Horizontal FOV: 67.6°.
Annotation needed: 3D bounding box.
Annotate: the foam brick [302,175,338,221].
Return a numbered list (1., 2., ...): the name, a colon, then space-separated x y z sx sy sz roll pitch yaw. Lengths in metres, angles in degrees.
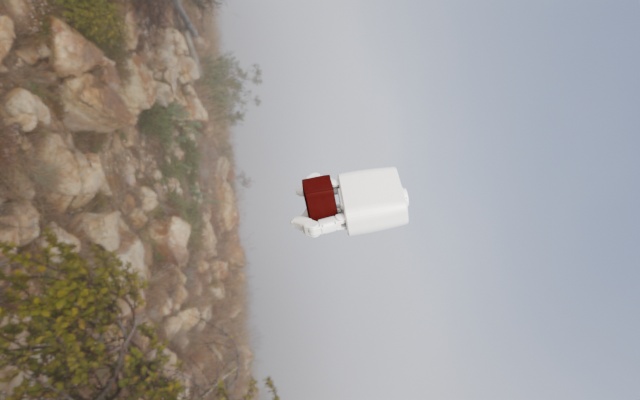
1. foam brick: 0.000 0.003 0.830 0.051 0.078 0.053 -11 33 0
